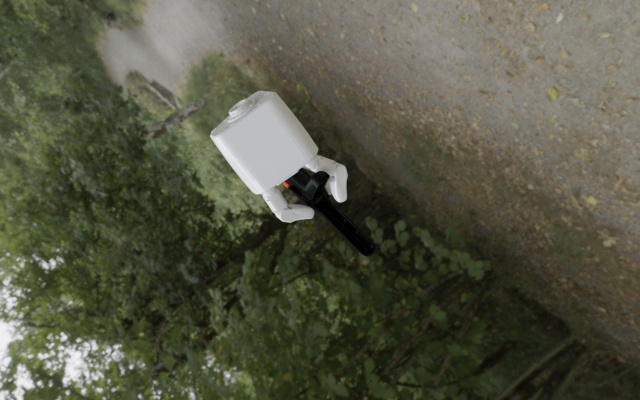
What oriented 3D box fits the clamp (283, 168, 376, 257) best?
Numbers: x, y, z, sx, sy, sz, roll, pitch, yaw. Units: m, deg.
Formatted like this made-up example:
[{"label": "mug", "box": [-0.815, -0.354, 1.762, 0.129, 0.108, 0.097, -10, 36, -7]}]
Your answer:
[{"label": "clamp", "box": [-0.001, 0.003, 0.747, 0.036, 0.165, 0.210, -40, 27, -11]}]
